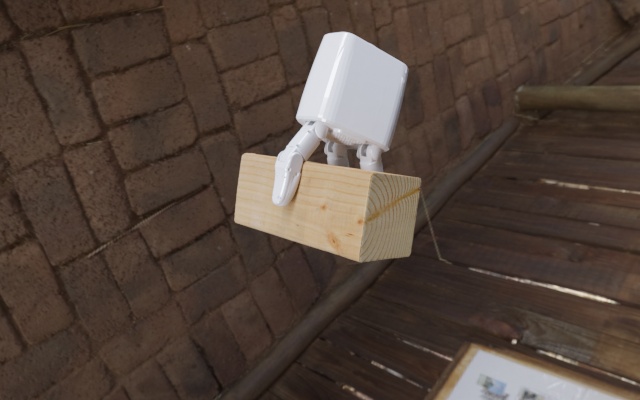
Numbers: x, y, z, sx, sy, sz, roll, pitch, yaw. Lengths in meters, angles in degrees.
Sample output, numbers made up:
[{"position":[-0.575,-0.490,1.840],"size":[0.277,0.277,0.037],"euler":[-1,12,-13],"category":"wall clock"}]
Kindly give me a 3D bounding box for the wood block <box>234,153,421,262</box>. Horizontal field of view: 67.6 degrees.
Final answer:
[{"position":[0.000,0.001,0.558],"size":[0.206,0.090,0.091],"euler":[12,7,43],"category":"wood block"}]
